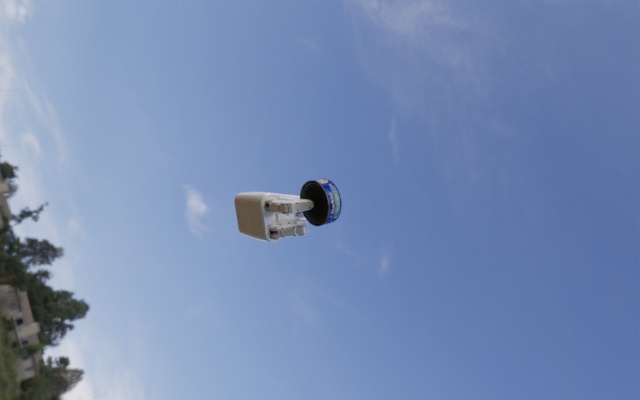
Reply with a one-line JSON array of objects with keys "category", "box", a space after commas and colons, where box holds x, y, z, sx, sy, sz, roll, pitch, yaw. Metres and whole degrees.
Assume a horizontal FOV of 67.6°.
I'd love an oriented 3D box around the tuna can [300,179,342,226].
[{"category": "tuna can", "box": [0.001, 0.003, 0.885, 0.034, 0.086, 0.086, -12, 7, -38]}]
